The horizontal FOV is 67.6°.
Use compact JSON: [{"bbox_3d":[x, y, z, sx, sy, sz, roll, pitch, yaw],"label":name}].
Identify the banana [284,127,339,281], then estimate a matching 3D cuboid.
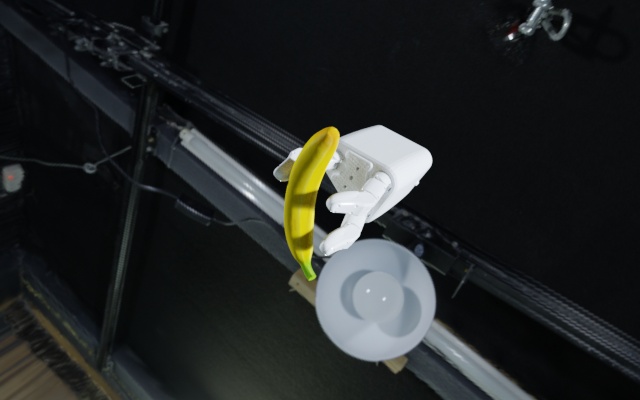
[{"bbox_3d":[-0.013,-0.003,0.567,0.037,0.198,0.069,-21,40,-41],"label":"banana"}]
